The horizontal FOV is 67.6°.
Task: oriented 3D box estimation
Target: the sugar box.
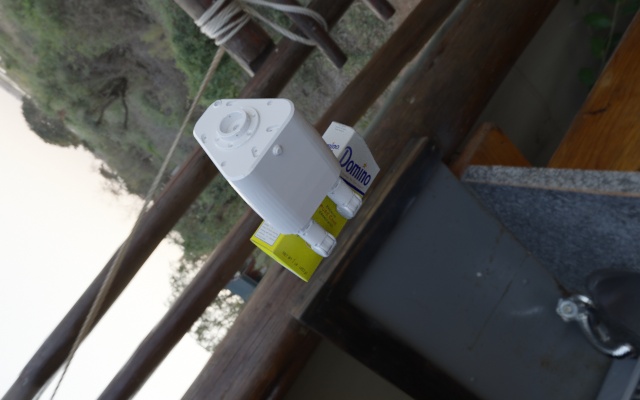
[{"bbox_3d":[0.000,0.002,0.581,0.048,0.176,0.093,27,-14,37],"label":"sugar box"}]
